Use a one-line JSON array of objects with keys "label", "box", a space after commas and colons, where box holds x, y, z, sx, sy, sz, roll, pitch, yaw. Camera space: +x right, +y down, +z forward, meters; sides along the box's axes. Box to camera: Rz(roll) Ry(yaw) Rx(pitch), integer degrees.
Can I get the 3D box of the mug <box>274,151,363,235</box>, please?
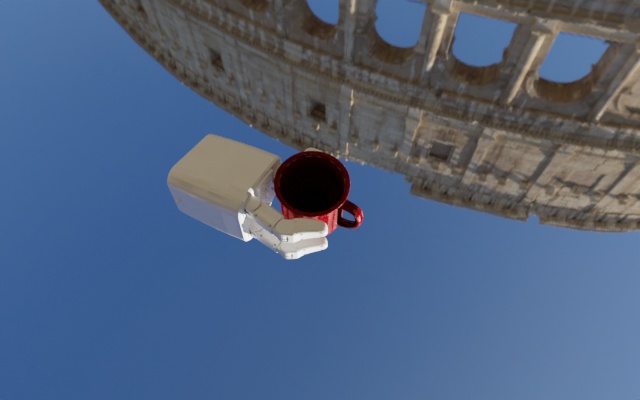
[{"label": "mug", "box": [0.001, 0.003, 0.608, 0.117, 0.093, 0.081, 23, -26, 11]}]
